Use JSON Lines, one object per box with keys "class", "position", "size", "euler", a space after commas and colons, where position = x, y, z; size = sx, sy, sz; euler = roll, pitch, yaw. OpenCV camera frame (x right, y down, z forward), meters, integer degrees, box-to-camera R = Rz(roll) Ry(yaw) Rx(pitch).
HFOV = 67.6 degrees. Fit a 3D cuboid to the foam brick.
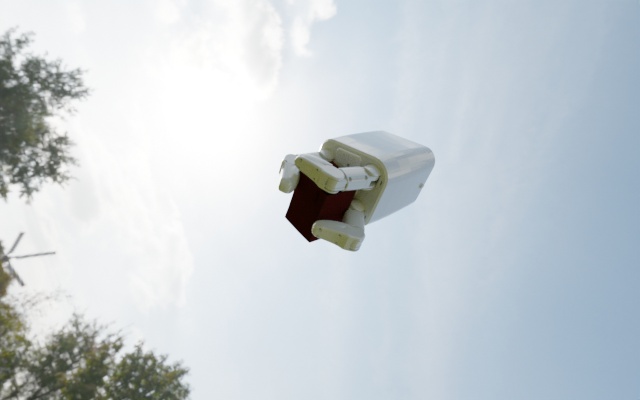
{"class": "foam brick", "position": [0.000, 0.002, 0.573], "size": [0.051, 0.078, 0.053], "euler": [-17, 51, -39]}
